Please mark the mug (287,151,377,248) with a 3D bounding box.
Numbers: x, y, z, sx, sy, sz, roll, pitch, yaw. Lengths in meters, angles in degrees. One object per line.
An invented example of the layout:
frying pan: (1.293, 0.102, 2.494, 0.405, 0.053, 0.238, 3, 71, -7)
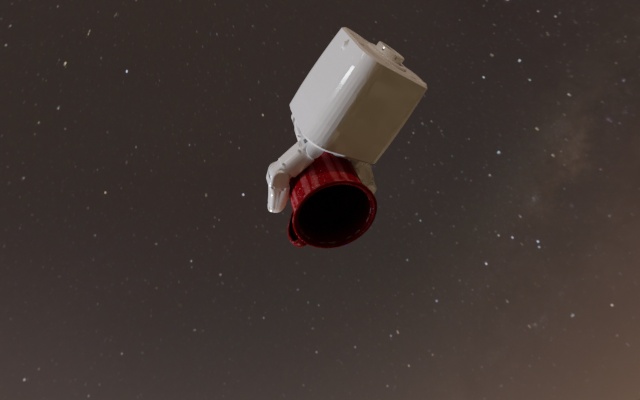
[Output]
mug: (-0.001, 0.003, 0.544, 0.093, 0.117, 0.081, 22, 27, -30)
